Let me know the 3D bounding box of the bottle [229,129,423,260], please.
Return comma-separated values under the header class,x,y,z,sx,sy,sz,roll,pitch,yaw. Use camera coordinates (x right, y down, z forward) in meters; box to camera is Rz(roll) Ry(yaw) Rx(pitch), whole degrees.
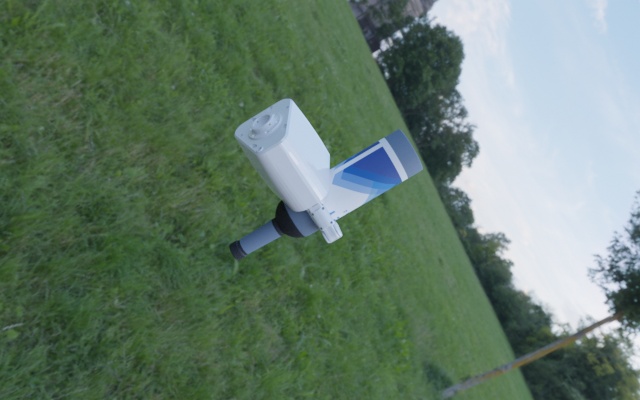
class,x,y,z,sx,sy,sz,roll,pitch,yaw
bottle,0.000,0.002,0.683,0.296,0.069,0.069,-30,-3,6
